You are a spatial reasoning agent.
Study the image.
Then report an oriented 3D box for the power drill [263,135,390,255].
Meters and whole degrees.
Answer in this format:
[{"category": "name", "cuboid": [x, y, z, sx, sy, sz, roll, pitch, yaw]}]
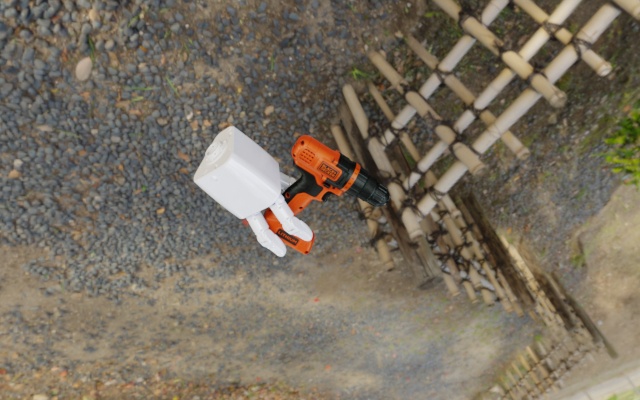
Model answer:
[{"category": "power drill", "cuboid": [0.000, 0.003, 0.821, 0.184, 0.188, 0.057, 32, 24, -10]}]
